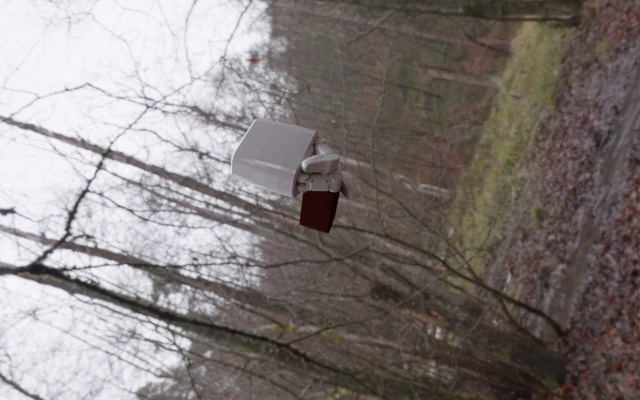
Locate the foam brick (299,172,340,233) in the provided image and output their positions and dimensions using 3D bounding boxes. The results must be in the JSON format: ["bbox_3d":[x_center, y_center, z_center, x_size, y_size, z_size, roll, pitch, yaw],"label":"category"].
[{"bbox_3d":[0.000,0.003,0.767,0.051,0.078,0.053,14,35,7],"label":"foam brick"}]
